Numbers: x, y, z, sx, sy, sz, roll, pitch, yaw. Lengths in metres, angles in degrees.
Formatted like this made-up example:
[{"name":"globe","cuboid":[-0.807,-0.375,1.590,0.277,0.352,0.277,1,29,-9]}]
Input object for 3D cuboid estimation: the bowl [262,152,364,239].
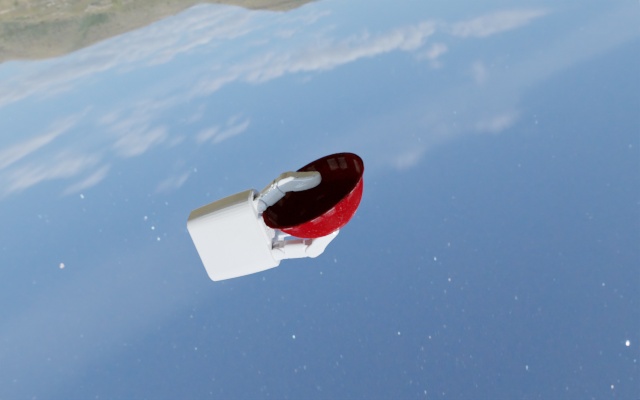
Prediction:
[{"name":"bowl","cuboid":[0.001,0.002,0.672,0.162,0.055,0.162,-26,29,15]}]
